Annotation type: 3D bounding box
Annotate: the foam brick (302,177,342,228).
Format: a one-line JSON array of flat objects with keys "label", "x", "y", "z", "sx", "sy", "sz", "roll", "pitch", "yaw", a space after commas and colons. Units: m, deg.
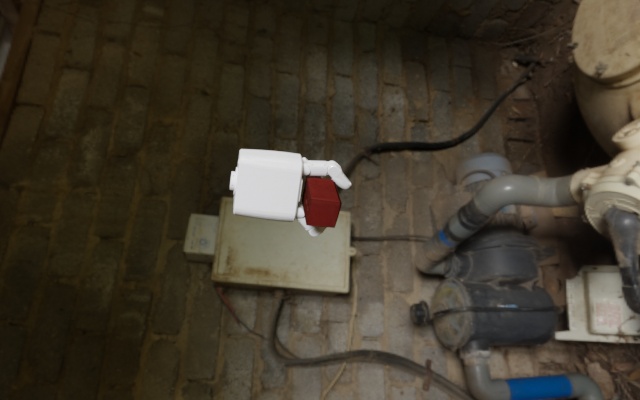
[{"label": "foam brick", "x": 0.000, "y": 0.003, "z": 0.809, "sx": 0.051, "sy": 0.053, "sz": 0.078, "roll": 6, "pitch": 30, "yaw": -13}]
